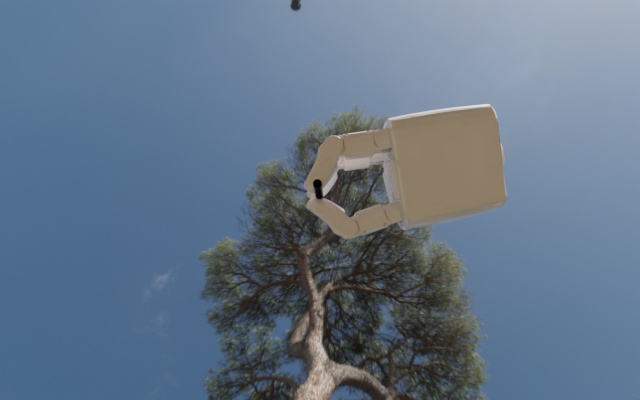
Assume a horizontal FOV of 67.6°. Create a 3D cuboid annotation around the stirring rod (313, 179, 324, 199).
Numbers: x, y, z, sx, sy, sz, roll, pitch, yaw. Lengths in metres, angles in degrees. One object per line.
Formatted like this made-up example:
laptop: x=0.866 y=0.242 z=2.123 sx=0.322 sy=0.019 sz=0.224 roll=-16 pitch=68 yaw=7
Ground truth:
stirring rod: x=0.000 y=0.002 z=0.538 sx=0.011 sy=0.011 sz=0.239 roll=0 pitch=-8 yaw=1
